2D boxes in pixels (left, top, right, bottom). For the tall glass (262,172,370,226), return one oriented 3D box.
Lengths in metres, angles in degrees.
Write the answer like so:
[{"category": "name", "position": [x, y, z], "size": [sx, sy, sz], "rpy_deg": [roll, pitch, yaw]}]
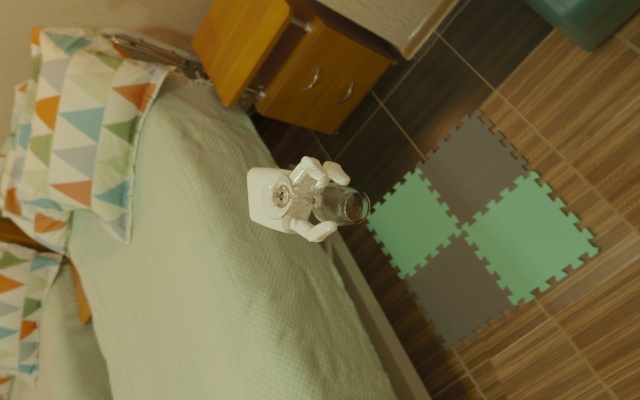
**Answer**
[{"category": "tall glass", "position": [0.000, 0.003, 0.818], "size": [0.079, 0.079, 0.201], "rpy_deg": [0, -6, 44]}]
